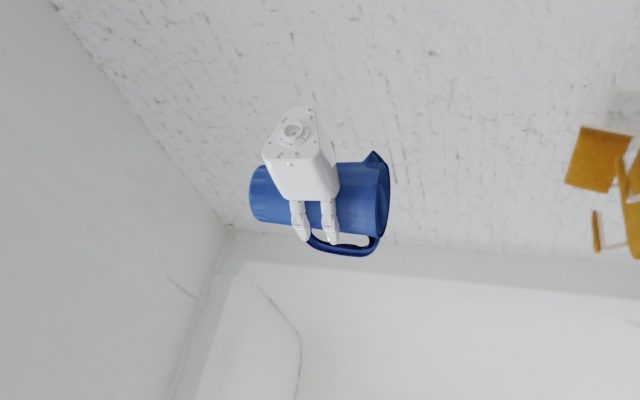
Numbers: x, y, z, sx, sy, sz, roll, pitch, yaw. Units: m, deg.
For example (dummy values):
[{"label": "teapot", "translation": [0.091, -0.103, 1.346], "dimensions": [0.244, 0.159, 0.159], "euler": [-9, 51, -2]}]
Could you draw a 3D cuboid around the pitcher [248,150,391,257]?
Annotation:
[{"label": "pitcher", "translation": [0.000, 0.003, 0.856], "dimensions": [0.243, 0.149, 0.145], "euler": [3, -31, 19]}]
